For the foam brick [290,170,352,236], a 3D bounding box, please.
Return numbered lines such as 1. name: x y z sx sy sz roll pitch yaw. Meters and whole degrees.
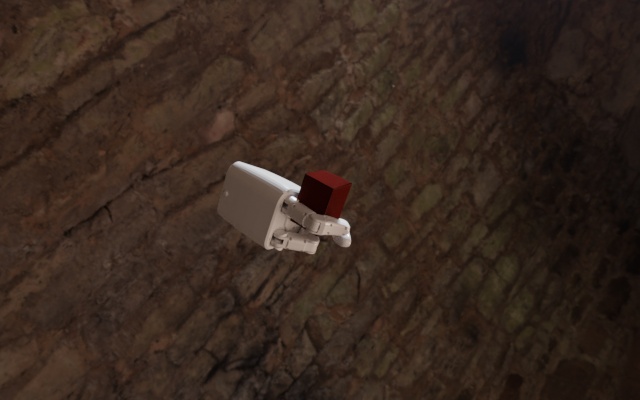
1. foam brick: 0.000 0.002 0.679 0.051 0.078 0.053 30 24 25
